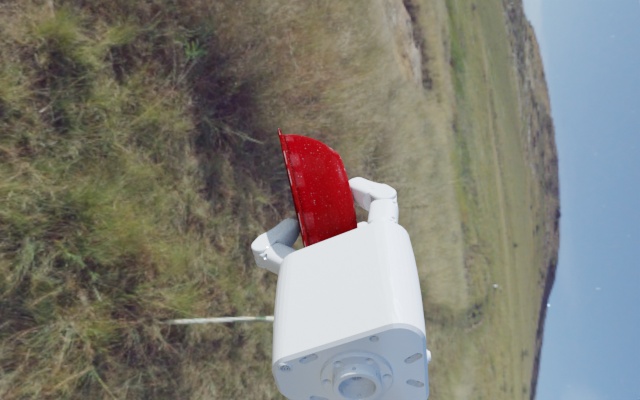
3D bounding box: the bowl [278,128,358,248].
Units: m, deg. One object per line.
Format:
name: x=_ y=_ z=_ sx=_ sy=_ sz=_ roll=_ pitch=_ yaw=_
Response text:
bowl: x=0.000 y=0.001 z=0.483 sx=0.055 sy=0.162 sz=0.162 roll=-13 pitch=1 yaw=-4
